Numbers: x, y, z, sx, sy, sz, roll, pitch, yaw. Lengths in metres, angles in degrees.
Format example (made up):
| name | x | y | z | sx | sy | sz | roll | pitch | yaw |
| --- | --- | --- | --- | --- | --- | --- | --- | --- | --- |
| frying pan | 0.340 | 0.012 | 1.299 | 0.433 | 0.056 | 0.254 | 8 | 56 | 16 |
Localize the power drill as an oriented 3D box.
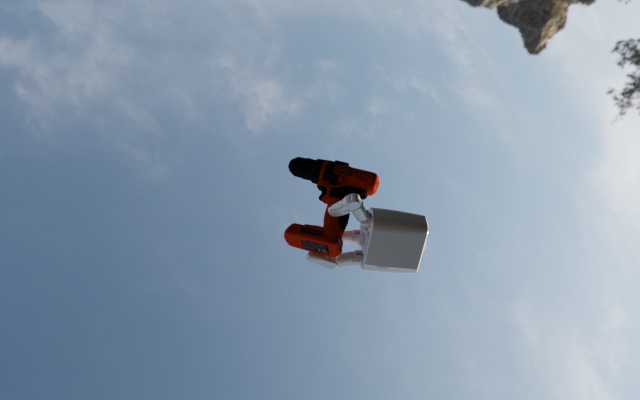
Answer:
| name | x | y | z | sx | sy | sz | roll | pitch | yaw |
| --- | --- | --- | --- | --- | --- | --- | --- | --- | --- |
| power drill | 0.000 | 0.003 | 0.894 | 0.184 | 0.187 | 0.057 | 13 | -30 | 17 |
